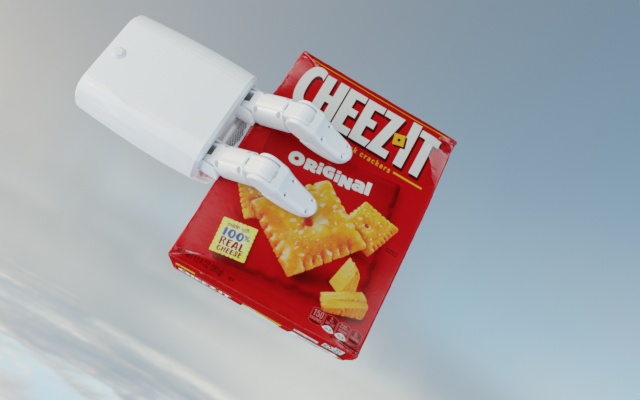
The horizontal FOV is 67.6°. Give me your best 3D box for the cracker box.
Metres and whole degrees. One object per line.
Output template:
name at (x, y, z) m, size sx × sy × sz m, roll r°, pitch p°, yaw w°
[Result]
cracker box at (0.000, 0.002, 0.411) m, size 0.164 × 0.213 × 0.072 m, roll 30°, pitch -20°, yaw -3°
